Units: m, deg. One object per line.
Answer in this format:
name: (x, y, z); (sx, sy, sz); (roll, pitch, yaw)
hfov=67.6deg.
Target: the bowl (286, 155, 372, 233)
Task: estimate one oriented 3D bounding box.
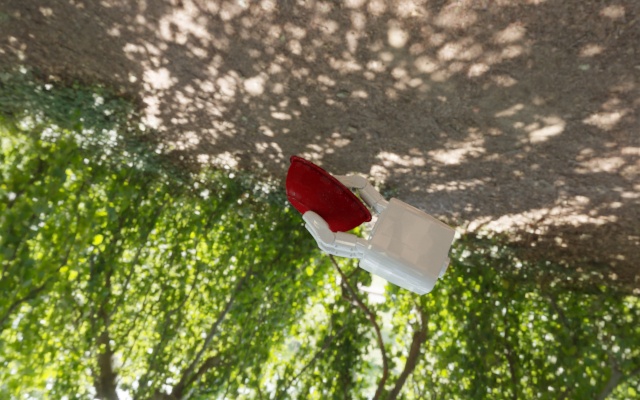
bowl: (-0.001, 0.002, 0.742); (0.162, 0.055, 0.162); (37, -10, 8)
